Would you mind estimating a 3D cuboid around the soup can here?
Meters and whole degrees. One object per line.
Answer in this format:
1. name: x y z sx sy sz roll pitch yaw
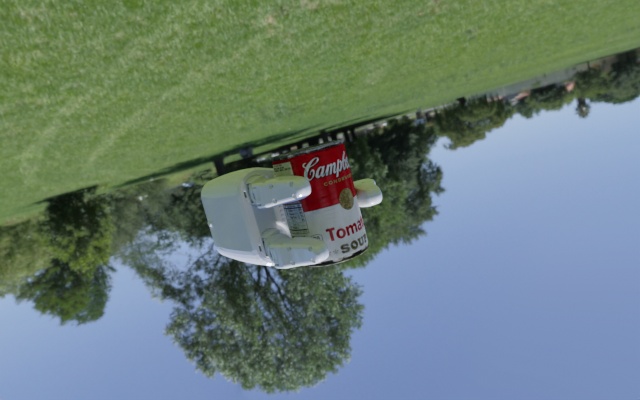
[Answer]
1. soup can: 0.001 0.002 0.434 0.068 0.102 0.068 -14 8 2
